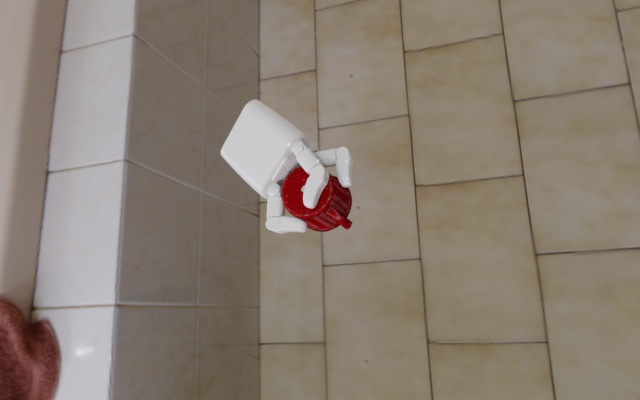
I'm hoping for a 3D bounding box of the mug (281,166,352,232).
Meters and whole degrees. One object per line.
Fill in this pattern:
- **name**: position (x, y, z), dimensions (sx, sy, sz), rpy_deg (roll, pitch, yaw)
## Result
- **mug**: position (0.001, 0.003, 0.713), dimensions (0.117, 0.093, 0.081), rpy_deg (44, 4, 23)
